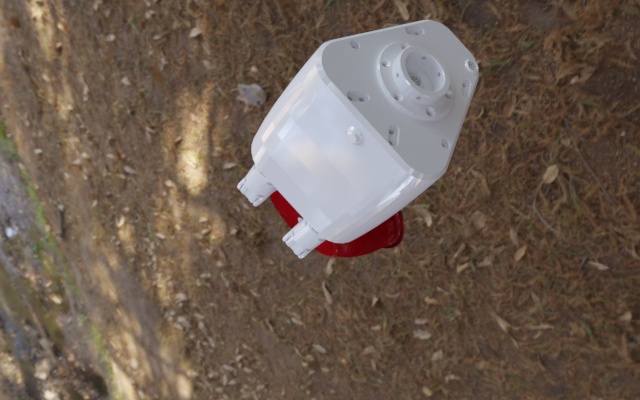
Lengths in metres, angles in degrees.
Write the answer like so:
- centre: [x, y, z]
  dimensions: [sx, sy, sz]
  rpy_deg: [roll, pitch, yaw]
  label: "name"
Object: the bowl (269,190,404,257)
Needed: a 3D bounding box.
- centre: [0.000, 0.002, 0.455]
  dimensions: [0.055, 0.162, 0.162]
  rpy_deg: [-43, 17, -20]
  label: "bowl"
